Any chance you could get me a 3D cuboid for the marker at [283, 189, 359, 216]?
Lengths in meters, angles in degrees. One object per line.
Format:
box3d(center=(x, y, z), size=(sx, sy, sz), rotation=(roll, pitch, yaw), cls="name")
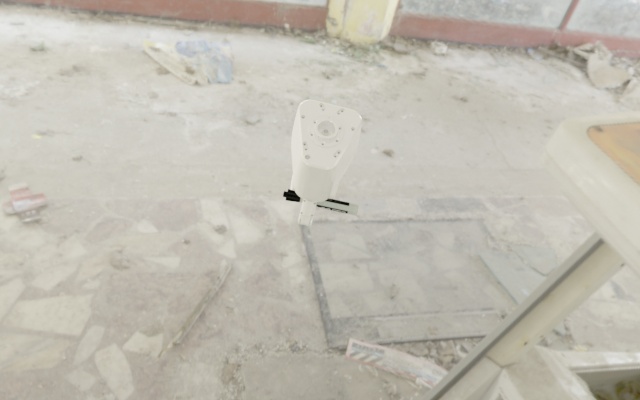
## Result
box3d(center=(0.000, 0.002, 0.759), size=(0.121, 0.020, 0.020), rotation=(13, 0, -1), cls="marker")
